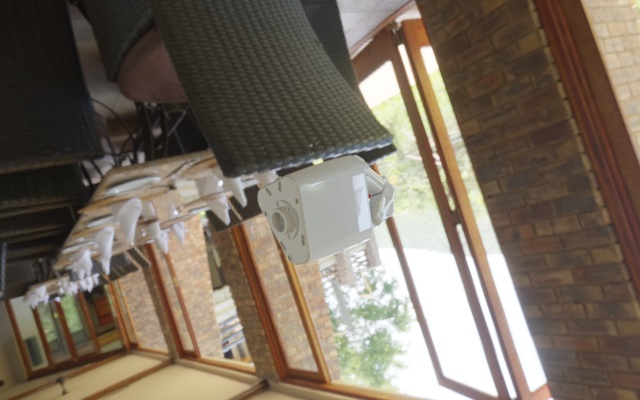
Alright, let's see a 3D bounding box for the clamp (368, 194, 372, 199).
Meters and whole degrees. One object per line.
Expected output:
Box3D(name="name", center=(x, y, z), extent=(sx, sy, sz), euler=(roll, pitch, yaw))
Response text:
Box3D(name="clamp", center=(0.000, 0.003, 0.704), extent=(0.120, 0.039, 0.171), euler=(-19, -1, -38))
